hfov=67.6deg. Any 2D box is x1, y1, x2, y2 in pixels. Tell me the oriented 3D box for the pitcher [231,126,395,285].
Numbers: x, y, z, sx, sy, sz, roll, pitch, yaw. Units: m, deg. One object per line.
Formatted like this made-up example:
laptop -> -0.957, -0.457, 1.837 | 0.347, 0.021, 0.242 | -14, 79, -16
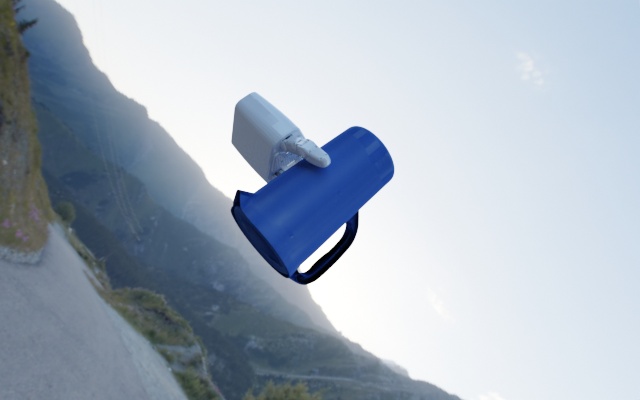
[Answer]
pitcher -> 0.000, 0.002, 0.731 | 0.243, 0.145, 0.149 | -39, -23, -18
